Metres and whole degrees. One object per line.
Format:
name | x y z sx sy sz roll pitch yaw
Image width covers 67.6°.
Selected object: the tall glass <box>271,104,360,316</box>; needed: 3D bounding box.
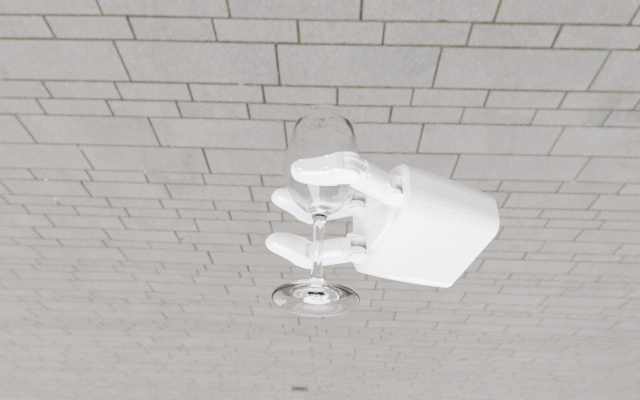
tall glass | 0.000 0.002 0.455 0.079 0.201 0.079 2 -34 1
